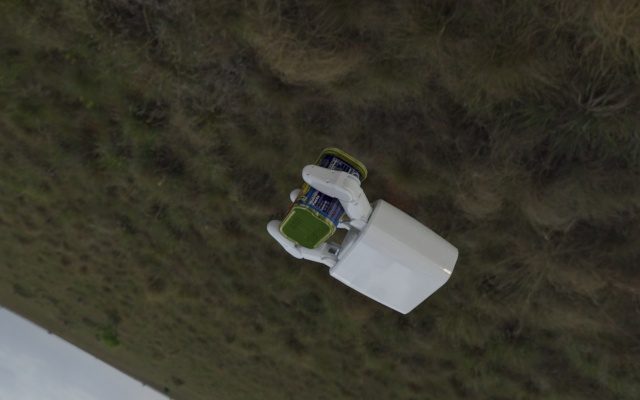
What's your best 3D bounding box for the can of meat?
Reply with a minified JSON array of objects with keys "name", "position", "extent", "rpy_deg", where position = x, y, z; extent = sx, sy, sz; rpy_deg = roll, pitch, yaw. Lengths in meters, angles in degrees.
[{"name":"can of meat","position":[0.000,0.002,0.548],"extent":[0.057,0.084,0.102],"rpy_deg":[31,-27,-5]}]
